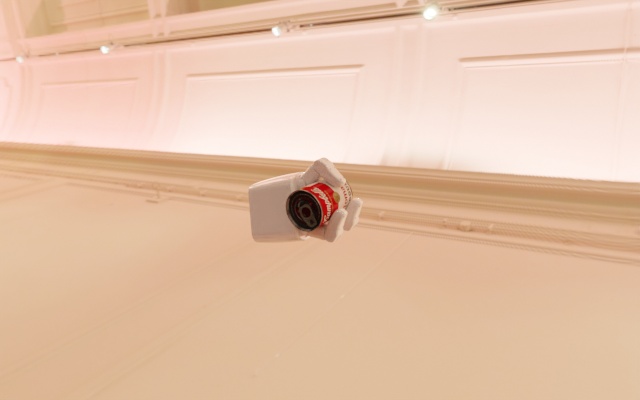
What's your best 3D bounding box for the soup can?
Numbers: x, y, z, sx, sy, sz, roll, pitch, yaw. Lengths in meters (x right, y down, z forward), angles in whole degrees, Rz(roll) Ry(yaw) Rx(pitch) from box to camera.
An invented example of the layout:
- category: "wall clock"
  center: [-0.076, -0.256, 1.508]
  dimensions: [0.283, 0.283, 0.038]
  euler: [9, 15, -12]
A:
- category: "soup can"
  center: [0.001, 0.002, 0.777]
  dimensions: [0.068, 0.068, 0.102]
  euler: [0, 16, 33]
